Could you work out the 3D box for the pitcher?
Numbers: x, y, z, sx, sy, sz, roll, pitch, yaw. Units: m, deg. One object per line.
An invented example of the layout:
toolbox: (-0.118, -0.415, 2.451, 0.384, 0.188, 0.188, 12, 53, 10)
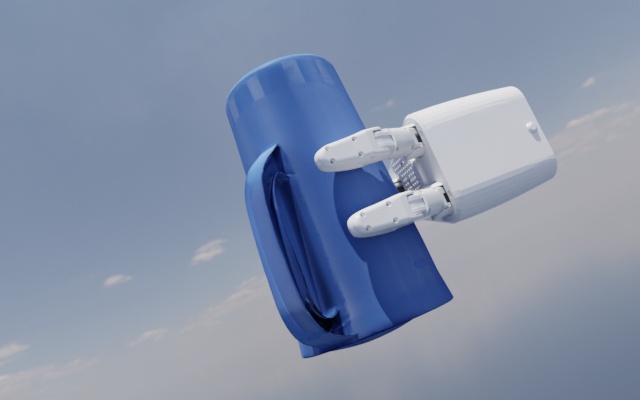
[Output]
pitcher: (0.000, 0.001, 0.408, 0.145, 0.242, 0.149, -19, -13, -15)
